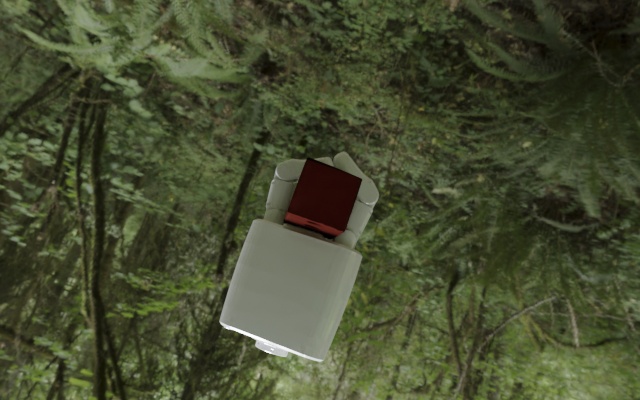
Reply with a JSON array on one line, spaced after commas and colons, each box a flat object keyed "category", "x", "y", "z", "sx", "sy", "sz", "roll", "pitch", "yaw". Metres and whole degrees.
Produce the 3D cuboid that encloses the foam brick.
[{"category": "foam brick", "x": 0.000, "y": 0.001, "z": 0.439, "sx": 0.053, "sy": 0.051, "sz": 0.078, "roll": 21, "pitch": -11, "yaw": -3}]
